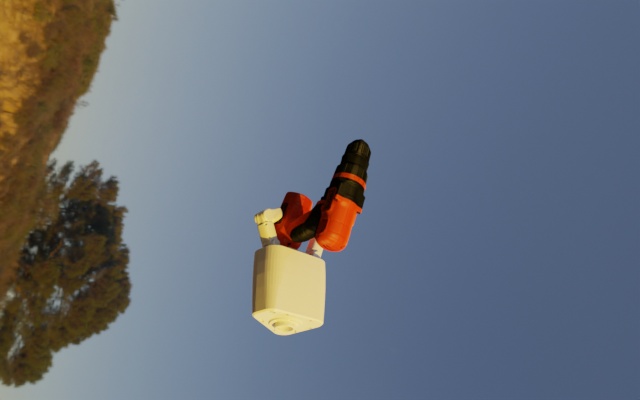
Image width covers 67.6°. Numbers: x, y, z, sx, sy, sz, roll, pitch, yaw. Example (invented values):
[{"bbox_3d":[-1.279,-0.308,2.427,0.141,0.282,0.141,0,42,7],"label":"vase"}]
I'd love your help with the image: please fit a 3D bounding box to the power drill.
[{"bbox_3d":[0.000,0.003,0.760,0.057,0.184,0.188,31,-28,-22],"label":"power drill"}]
